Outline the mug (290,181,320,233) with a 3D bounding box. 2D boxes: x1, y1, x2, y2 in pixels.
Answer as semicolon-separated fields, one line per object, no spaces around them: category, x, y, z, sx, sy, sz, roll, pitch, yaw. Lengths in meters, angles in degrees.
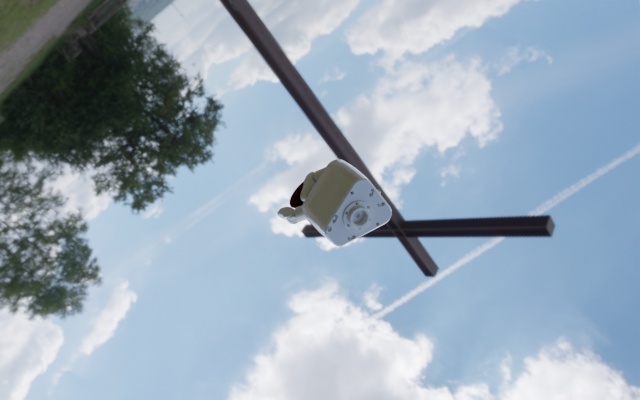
mug;0.000;0.003;0.890;0.093;0.081;0.117;-42;26;-2
